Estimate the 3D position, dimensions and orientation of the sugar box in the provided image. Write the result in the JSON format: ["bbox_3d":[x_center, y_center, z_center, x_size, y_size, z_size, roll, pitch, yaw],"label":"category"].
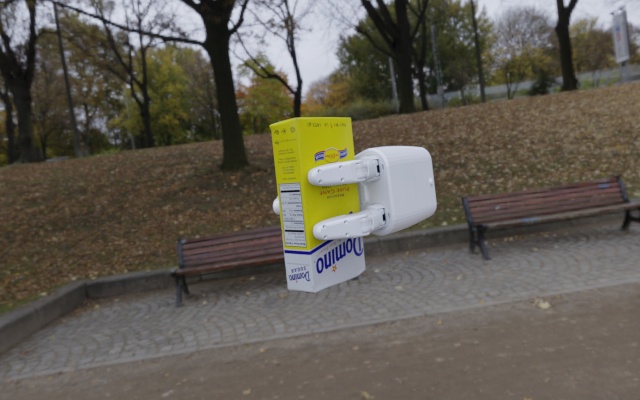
[{"bbox_3d":[0.001,0.002,0.512,0.048,0.176,0.093,-5,5,42],"label":"sugar box"}]
